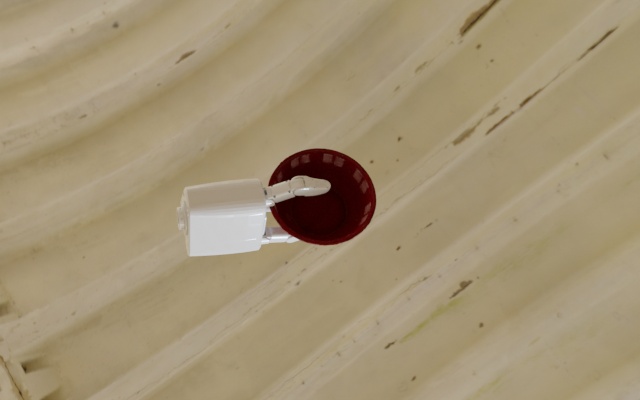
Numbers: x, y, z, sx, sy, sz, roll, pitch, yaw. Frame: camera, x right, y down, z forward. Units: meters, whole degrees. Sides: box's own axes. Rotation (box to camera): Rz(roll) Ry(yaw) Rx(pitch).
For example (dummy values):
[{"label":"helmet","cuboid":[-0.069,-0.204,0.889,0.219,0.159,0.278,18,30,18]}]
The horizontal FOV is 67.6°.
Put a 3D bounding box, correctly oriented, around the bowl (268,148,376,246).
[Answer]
[{"label":"bowl","cuboid":[0.001,0.003,0.723,0.162,0.162,0.055,0,-27,-7]}]
